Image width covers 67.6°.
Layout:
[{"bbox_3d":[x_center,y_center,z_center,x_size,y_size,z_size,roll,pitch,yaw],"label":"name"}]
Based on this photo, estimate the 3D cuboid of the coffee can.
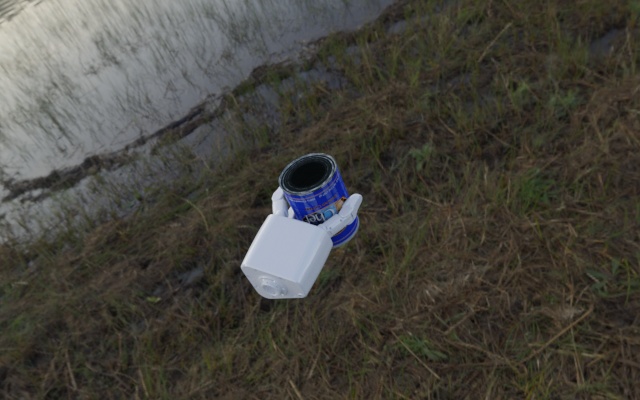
[{"bbox_3d":[0.000,0.003,0.840,0.103,0.102,0.140,0,-44,27],"label":"coffee can"}]
